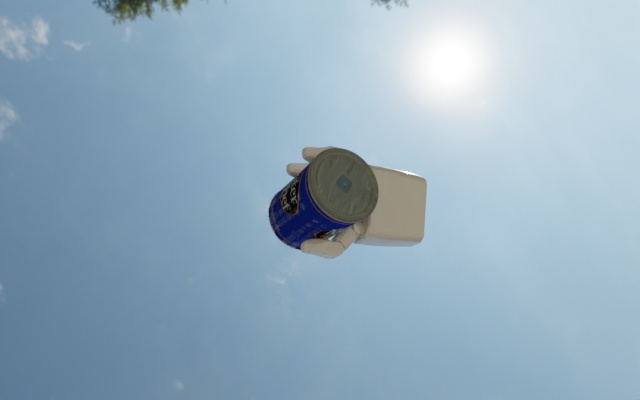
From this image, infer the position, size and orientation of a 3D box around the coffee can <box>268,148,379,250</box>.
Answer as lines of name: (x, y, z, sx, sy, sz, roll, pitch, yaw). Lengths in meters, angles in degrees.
coffee can: (0.000, 0.002, 0.668, 0.103, 0.102, 0.140, 0, -20, -29)
